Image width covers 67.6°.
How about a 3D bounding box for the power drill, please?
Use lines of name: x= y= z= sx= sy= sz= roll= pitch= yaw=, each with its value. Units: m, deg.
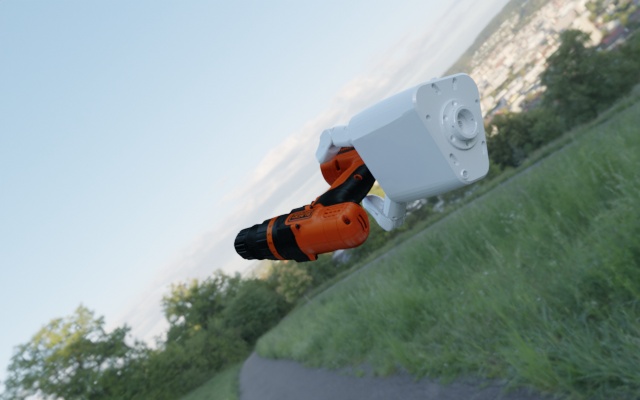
power drill: x=0.000 y=0.002 z=0.580 sx=0.184 sy=0.057 sz=0.187 roll=-11 pitch=30 yaw=37
